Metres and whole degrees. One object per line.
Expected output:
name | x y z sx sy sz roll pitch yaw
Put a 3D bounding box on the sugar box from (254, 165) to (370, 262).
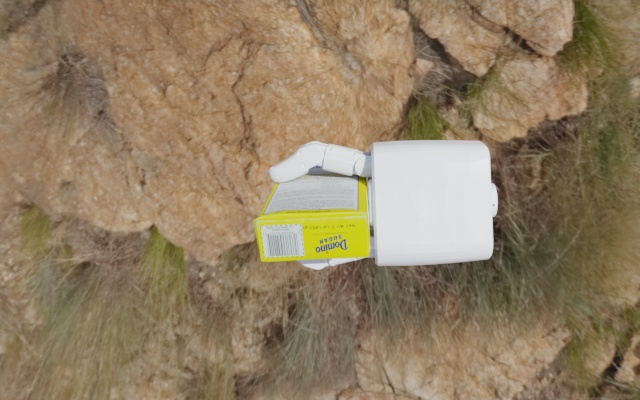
sugar box | 0.000 0.002 0.463 0.093 0.048 0.176 -2 17 6
